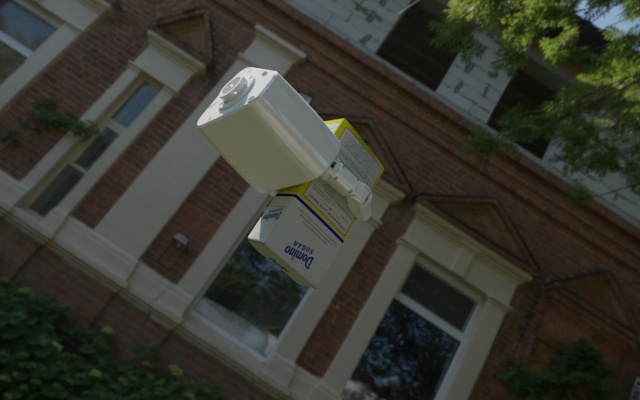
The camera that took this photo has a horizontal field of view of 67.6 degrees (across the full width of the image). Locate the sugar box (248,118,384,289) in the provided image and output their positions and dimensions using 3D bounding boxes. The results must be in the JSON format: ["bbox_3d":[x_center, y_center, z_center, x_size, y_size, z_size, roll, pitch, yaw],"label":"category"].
[{"bbox_3d":[0.000,0.002,0.552,0.048,0.176,0.093,6,-34,52],"label":"sugar box"}]
